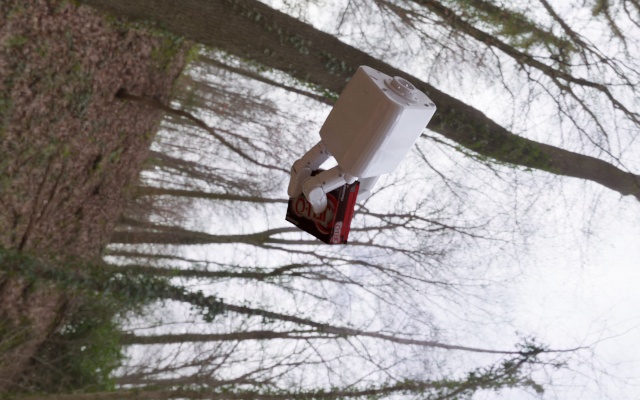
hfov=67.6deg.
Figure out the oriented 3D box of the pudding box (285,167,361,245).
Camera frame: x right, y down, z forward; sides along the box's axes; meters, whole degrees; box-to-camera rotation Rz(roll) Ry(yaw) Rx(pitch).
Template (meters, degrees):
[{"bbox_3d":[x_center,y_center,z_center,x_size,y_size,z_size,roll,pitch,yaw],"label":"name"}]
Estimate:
[{"bbox_3d":[0.000,0.002,0.666,0.039,0.090,0.113,5,12,-36],"label":"pudding box"}]
